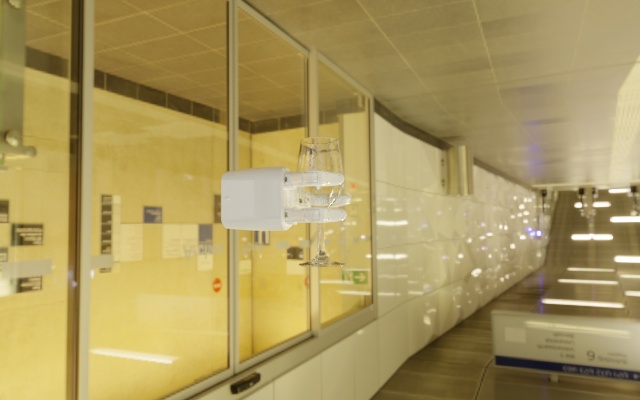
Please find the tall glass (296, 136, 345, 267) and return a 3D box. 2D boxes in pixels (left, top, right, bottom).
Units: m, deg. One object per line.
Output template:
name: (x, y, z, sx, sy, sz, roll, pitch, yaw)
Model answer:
tall glass: (0.000, 0.003, 0.760, 0.079, 0.201, 0.079, -1, -3, 0)
